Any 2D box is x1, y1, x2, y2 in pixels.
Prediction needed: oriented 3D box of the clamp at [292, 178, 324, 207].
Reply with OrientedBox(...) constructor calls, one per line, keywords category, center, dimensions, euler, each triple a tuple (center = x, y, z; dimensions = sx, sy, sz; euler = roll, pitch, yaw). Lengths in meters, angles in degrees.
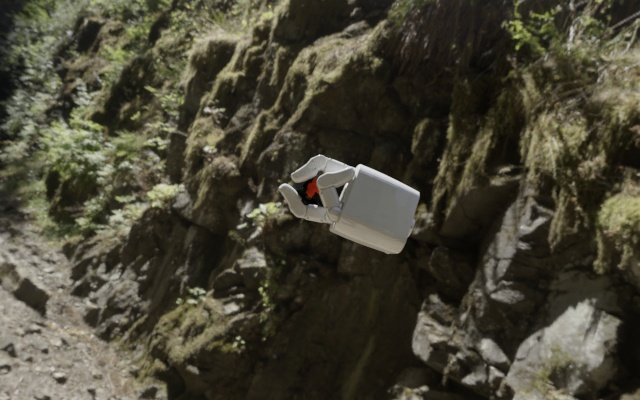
OrientedBox(category="clamp", center=(0.000, 0.002, 0.807), dimensions=(0.120, 0.039, 0.171), euler=(23, -8, -2))
